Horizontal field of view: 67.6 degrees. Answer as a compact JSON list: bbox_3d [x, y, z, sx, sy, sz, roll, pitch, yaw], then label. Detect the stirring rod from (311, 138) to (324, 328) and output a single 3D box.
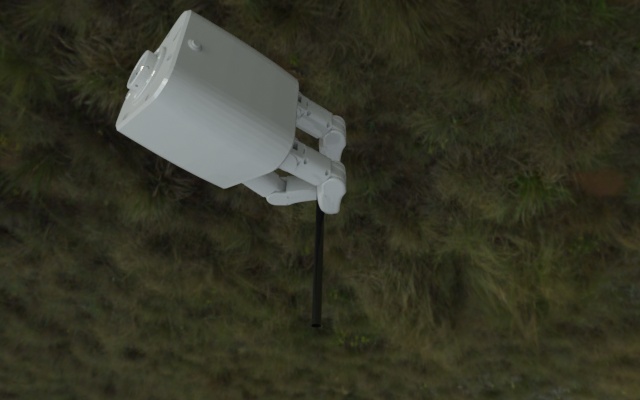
[{"bbox_3d":[0.000,0.001,0.448,0.011,0.239,0.011,1,-35,1],"label":"stirring rod"}]
